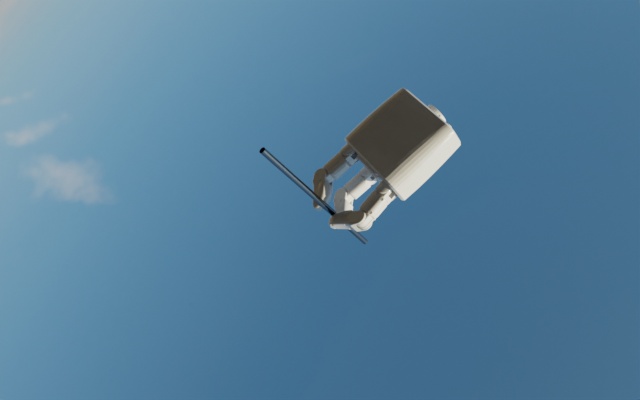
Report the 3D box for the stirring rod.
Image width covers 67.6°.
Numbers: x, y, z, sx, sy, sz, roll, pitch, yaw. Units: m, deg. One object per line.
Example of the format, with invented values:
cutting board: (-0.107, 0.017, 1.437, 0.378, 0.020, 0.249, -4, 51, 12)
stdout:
stirring rod: (0.000, 0.002, 0.619, 0.011, 0.011, 0.240, 0, -29, 39)
